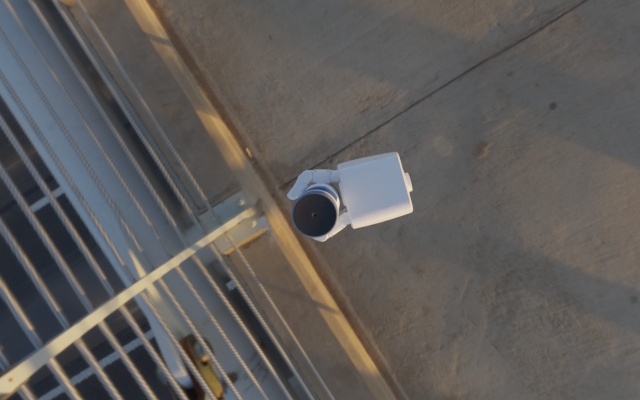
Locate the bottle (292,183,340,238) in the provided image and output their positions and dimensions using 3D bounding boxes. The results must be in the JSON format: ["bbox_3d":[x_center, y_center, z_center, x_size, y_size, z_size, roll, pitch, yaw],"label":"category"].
[{"bbox_3d":[0.000,0.003,0.824,0.069,0.069,0.295,0,7,3],"label":"bottle"}]
